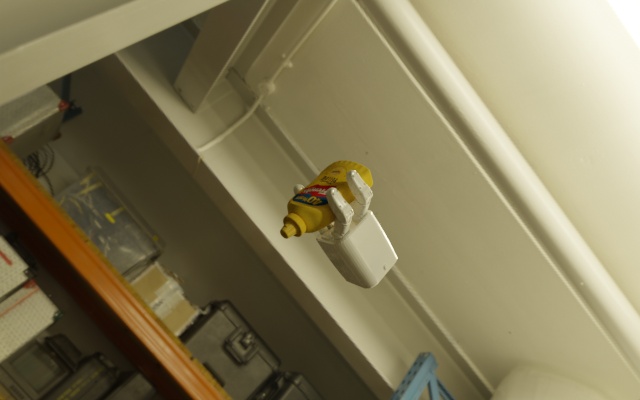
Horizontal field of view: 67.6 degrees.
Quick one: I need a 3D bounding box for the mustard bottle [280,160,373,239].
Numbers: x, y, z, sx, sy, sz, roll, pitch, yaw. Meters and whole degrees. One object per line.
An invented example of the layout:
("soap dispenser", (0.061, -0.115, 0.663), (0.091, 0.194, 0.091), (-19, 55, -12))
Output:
("mustard bottle", (0.000, 0.002, 0.818), (0.096, 0.058, 0.191), (14, 44, 40))
